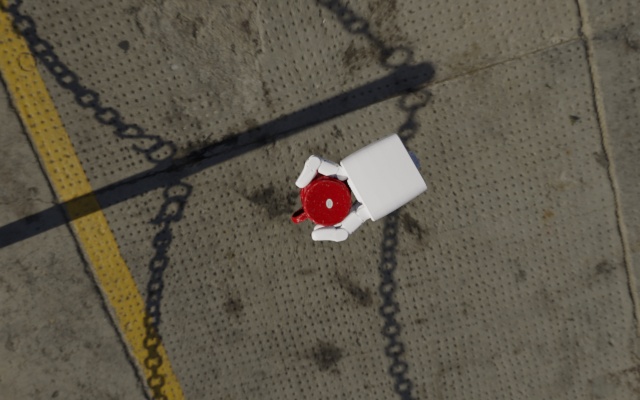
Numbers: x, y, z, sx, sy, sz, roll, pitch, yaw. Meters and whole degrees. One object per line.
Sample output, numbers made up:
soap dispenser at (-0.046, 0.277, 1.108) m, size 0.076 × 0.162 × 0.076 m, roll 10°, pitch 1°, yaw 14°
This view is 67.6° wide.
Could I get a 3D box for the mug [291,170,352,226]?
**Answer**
mug at (-0.001, 0.003, 0.822) m, size 0.117 × 0.093 × 0.081 m, roll -30°, pitch 11°, yaw 5°
